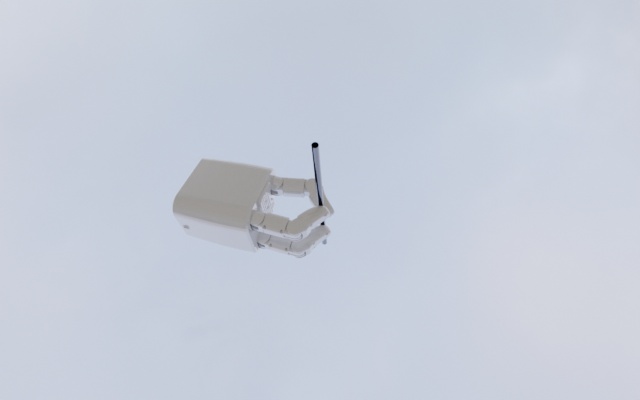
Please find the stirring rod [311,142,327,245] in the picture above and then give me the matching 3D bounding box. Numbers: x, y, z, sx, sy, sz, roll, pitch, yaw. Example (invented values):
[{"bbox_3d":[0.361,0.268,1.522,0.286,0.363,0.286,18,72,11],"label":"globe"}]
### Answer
[{"bbox_3d":[0.000,0.002,0.600,0.011,0.011,0.240,0,-30,3],"label":"stirring rod"}]
